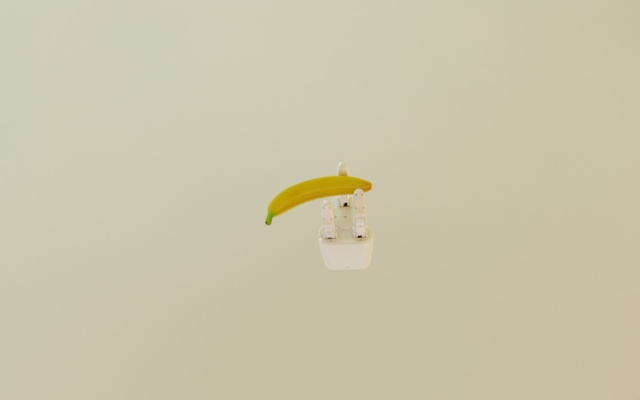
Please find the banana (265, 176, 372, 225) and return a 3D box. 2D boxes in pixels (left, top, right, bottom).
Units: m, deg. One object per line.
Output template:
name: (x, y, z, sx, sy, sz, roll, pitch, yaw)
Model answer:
banana: (-0.010, -0.009, 0.831, 0.198, 0.069, 0.037, -20, -38, -12)
